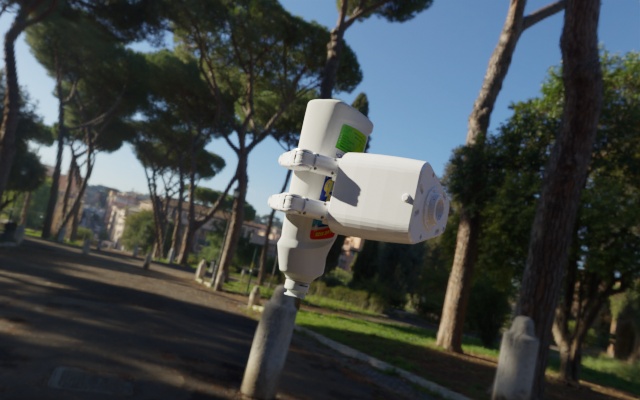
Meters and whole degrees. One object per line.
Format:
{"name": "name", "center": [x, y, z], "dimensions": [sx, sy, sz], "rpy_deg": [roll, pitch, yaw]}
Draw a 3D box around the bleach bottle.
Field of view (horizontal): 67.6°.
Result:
{"name": "bleach bottle", "center": [0.000, 0.002, 0.627], "dimensions": [0.068, 0.251, 0.102], "rpy_deg": [9, -8, 35]}
